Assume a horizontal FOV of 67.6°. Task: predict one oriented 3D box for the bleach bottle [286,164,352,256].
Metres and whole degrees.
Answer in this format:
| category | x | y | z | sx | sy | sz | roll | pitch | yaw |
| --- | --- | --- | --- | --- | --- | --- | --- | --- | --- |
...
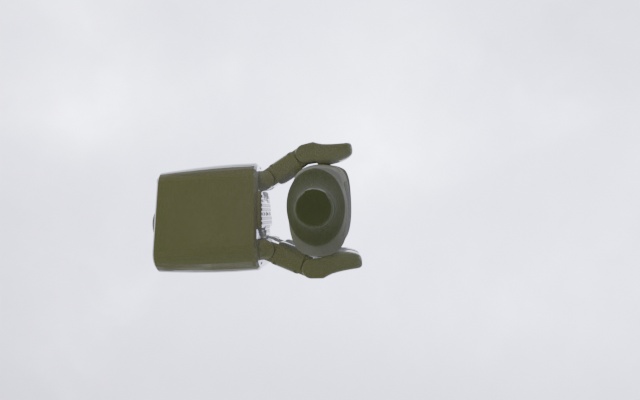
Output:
| category | x | y | z | sx | sy | sz | roll | pitch | yaw |
| --- | --- | --- | --- | --- | --- | --- | --- | --- | --- |
| bleach bottle | 0.000 | 0.002 | 0.491 | 0.068 | 0.102 | 0.251 | -3 | -2 | 3 |
